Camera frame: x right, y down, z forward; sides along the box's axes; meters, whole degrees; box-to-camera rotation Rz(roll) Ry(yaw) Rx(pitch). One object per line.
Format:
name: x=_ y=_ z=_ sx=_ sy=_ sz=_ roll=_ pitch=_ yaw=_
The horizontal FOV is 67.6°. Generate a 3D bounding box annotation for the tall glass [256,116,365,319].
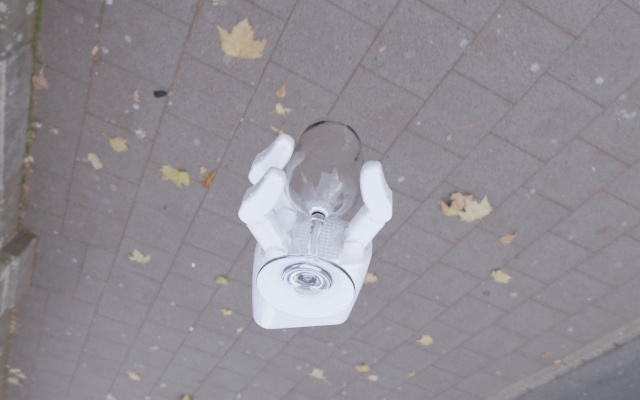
tall glass: x=0.000 y=0.002 z=0.428 sx=0.079 sy=0.079 sz=0.200 roll=0 pitch=41 yaw=9
